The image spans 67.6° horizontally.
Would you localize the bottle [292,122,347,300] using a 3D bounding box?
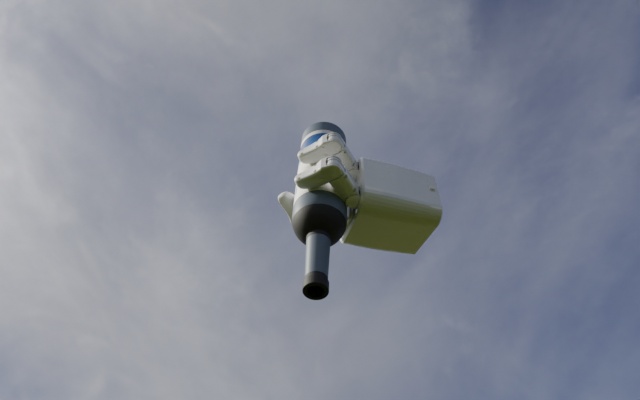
[{"bbox_3d":[0.000,0.002,0.601,0.069,0.069,0.295,0,38,3],"label":"bottle"}]
